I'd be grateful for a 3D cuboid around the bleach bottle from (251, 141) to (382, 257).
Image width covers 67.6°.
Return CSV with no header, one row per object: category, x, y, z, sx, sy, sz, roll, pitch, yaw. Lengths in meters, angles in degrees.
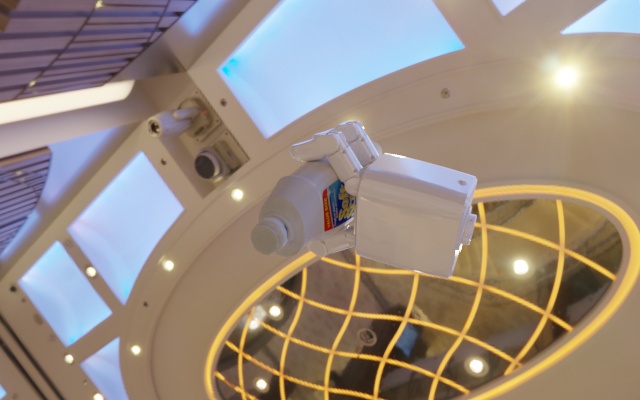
bleach bottle,0.000,0.002,0.530,0.068,0.103,0.250,15,25,20
